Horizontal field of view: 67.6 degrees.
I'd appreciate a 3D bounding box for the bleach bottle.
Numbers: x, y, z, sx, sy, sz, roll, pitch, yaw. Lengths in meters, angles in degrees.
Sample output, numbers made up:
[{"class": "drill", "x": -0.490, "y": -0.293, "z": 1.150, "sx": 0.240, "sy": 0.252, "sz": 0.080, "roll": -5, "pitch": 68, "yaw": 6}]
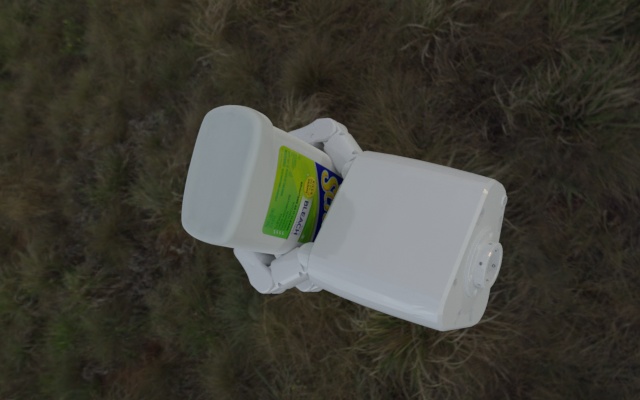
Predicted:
[{"class": "bleach bottle", "x": 0.000, "y": 0.001, "z": 0.430, "sx": 0.068, "sy": 0.102, "sz": 0.251, "roll": 14, "pitch": -1, "yaw": 37}]
